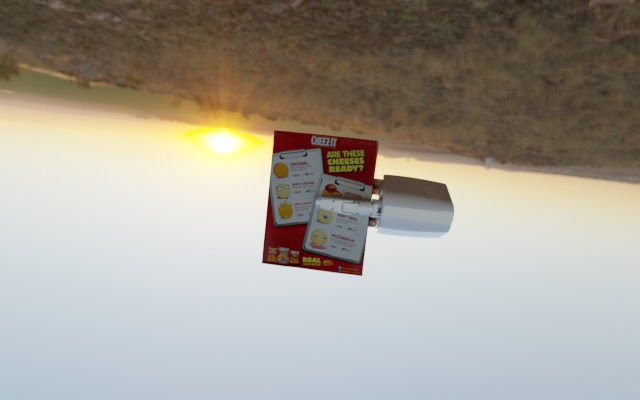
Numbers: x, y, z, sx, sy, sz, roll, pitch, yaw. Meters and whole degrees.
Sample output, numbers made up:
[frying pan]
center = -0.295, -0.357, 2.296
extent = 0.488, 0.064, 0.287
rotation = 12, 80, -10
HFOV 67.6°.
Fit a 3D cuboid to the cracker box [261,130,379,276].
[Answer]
[cracker box]
center = 0.000, 0.003, 0.770
extent = 0.164, 0.214, 0.072
rotation = 6, 7, 4
